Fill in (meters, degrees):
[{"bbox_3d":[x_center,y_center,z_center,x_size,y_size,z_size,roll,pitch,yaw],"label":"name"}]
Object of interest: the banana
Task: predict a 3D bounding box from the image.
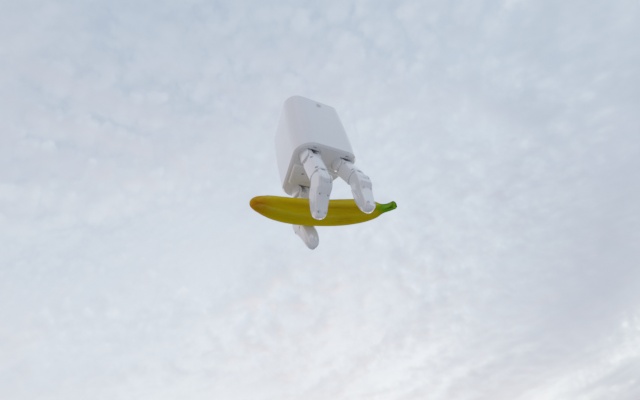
[{"bbox_3d":[0.000,0.011,0.654,0.198,0.037,0.070,-1,-27,-13],"label":"banana"}]
